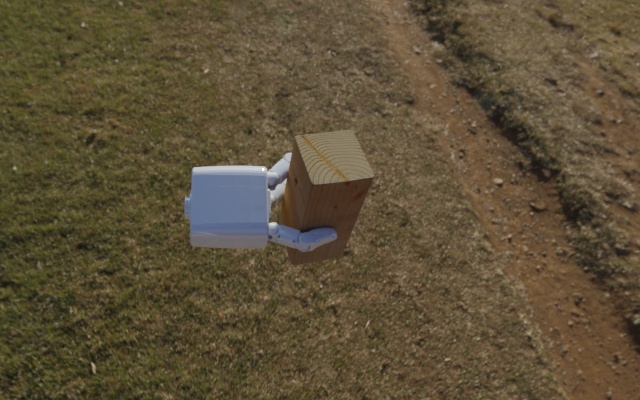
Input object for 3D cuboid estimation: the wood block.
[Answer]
[{"bbox_3d":[0.000,0.003,0.718,0.090,0.090,0.206,-8,-34,-18],"label":"wood block"}]
